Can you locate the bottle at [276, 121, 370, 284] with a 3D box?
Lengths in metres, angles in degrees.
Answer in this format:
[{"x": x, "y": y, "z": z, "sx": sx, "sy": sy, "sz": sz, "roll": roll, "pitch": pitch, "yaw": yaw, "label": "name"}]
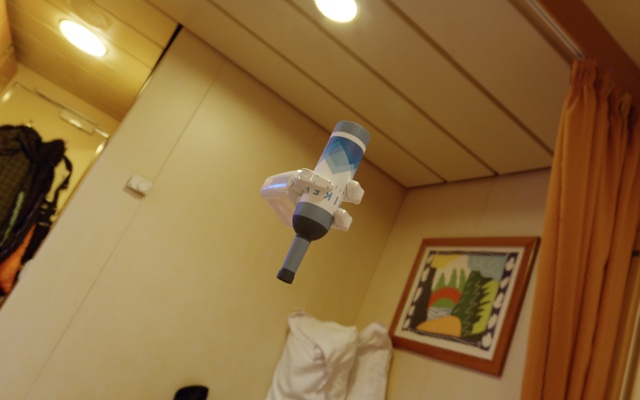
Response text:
[{"x": 0.000, "y": 0.002, "z": 0.813, "sx": 0.069, "sy": 0.295, "sz": 0.069, "roll": 22, "pitch": -19, "yaw": 8, "label": "bottle"}]
